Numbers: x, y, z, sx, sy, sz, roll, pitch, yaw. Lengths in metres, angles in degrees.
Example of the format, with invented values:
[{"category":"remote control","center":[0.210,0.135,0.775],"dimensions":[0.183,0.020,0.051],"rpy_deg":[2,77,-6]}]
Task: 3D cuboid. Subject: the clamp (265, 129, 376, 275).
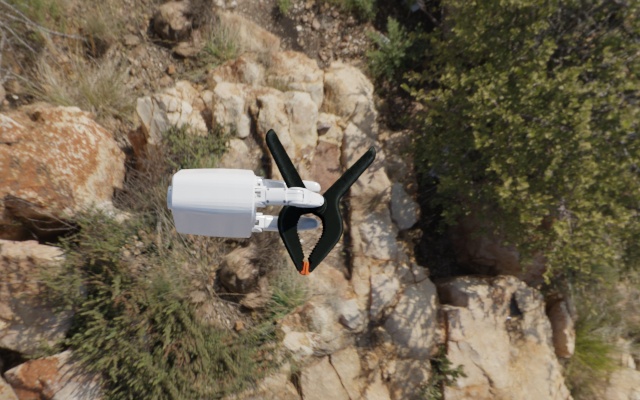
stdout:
[{"category":"clamp","center":[0.000,0.003,0.688],"dimensions":[0.164,0.210,0.036],"rpy_deg":[2,-9,-7]}]
